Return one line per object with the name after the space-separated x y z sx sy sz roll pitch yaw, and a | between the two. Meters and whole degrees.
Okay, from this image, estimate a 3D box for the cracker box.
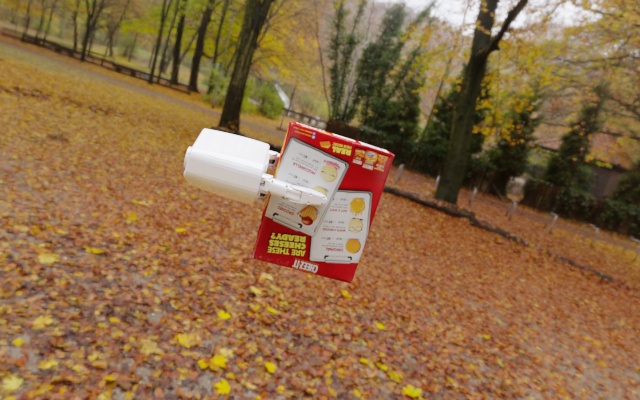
0.000 0.002 0.746 0.164 0.214 0.072 16 10 -8 | cracker box
